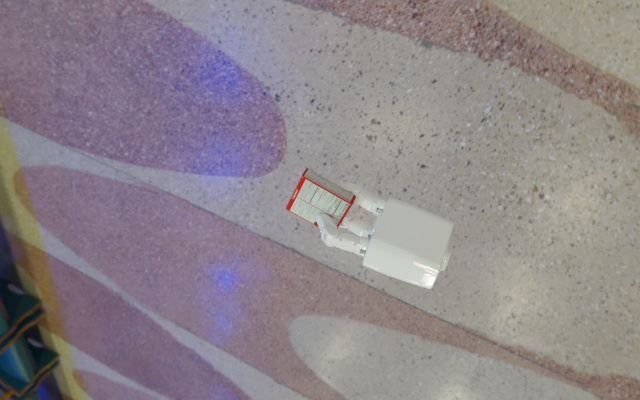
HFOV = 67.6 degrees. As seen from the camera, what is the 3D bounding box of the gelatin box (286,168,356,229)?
[{"bbox_3d":[0.000,0.003,0.743,0.089,0.073,0.030,29,38,0],"label":"gelatin box"}]
